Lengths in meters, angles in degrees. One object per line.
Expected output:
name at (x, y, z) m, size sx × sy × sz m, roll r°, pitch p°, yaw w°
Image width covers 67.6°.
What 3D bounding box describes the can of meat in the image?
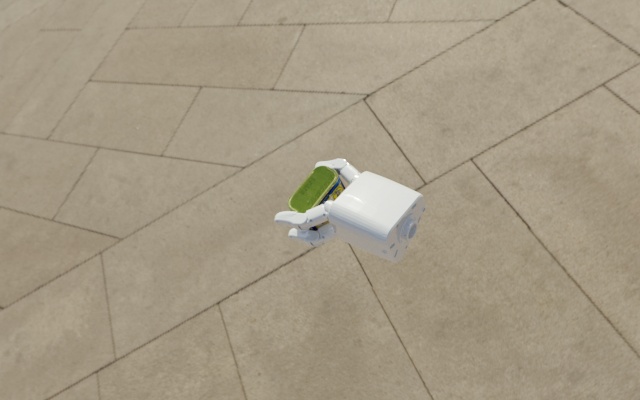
can of meat at (0.000, 0.002, 0.802) m, size 0.057 × 0.102 × 0.084 m, roll 30°, pitch -16°, yaw 33°
